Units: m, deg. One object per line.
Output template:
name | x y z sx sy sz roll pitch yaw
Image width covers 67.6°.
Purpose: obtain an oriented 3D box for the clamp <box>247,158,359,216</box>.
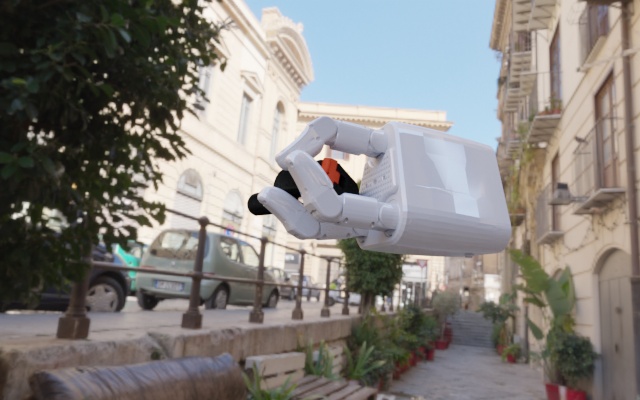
clamp | 0.000 0.001 0.468 0.120 0.039 0.171 9 -12 -17
